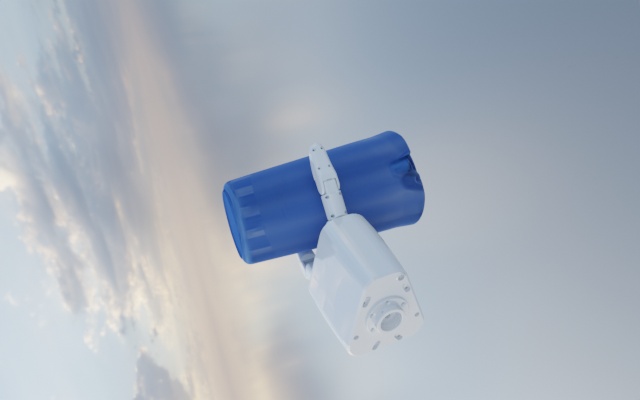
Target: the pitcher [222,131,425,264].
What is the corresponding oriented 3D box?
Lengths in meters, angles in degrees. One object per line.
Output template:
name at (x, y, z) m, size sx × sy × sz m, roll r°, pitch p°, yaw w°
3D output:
pitcher at (0.000, 0.002, 0.635) m, size 0.243 × 0.149 × 0.145 m, roll -16°, pitch 36°, yaw -16°
